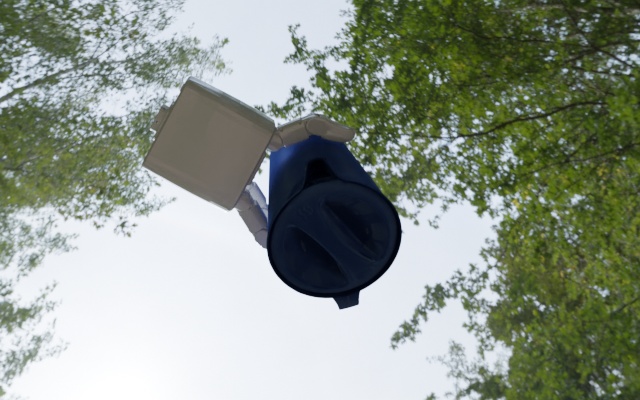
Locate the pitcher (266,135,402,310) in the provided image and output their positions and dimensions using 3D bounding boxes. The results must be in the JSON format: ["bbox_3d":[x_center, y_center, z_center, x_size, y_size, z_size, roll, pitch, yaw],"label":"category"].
[{"bbox_3d":[0.000,0.002,0.568,0.145,0.149,0.242,27,19,-19],"label":"pitcher"}]
